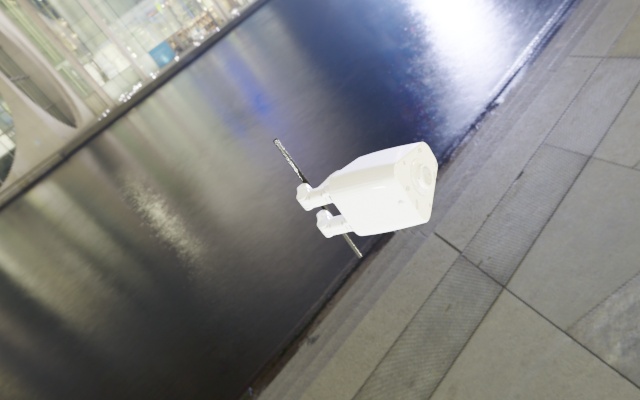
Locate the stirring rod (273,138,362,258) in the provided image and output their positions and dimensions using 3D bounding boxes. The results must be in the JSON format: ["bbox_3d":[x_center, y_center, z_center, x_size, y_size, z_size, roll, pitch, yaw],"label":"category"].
[{"bbox_3d":[0.000,0.002,0.730,0.011,0.240,0.011,-29,25,15],"label":"stirring rod"}]
